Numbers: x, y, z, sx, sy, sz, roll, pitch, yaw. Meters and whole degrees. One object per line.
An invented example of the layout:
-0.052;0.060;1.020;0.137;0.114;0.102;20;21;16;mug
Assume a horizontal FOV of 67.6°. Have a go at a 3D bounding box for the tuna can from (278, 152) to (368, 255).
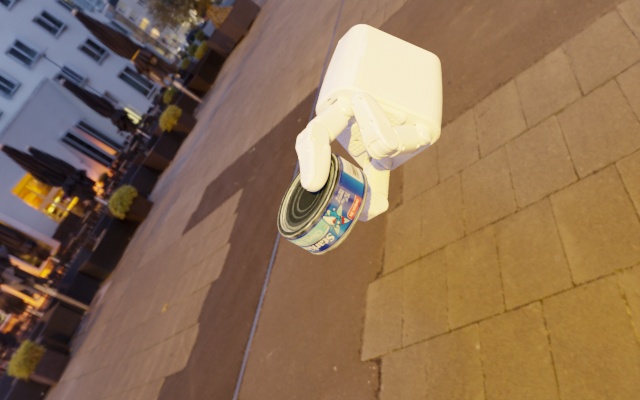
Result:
0.000;0.001;0.414;0.034;0.086;0.086;31;-15;-26;tuna can
